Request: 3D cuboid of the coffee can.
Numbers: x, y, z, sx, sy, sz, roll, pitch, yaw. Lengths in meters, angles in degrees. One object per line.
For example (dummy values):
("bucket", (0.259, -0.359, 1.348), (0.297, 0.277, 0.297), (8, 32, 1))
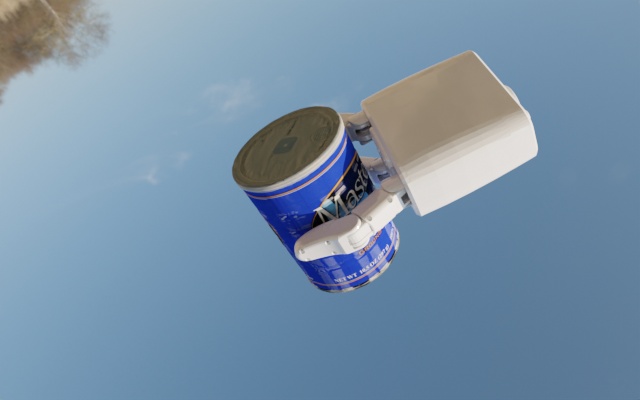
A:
("coffee can", (0.000, 0.001, 0.435), (0.103, 0.102, 0.140), (0, -44, 37))
